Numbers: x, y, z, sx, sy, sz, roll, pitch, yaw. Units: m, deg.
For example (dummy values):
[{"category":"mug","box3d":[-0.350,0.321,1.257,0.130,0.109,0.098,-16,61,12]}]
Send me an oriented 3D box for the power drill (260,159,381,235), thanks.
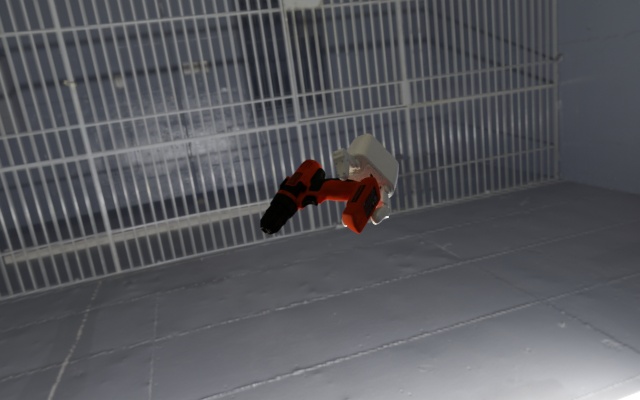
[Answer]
[{"category":"power drill","box3d":[0.001,0.003,0.869,0.187,0.184,0.057,12,-37,31]}]
